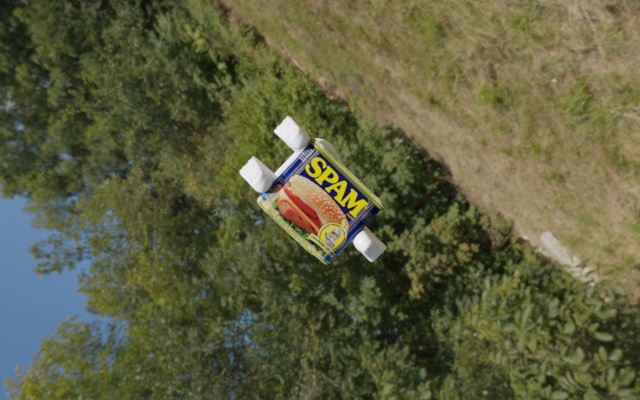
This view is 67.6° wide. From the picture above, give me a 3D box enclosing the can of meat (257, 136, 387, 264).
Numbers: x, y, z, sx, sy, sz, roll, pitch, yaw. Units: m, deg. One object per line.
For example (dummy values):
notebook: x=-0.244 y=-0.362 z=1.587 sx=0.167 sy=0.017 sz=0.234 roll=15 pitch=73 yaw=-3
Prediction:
can of meat: x=0.000 y=0.002 z=0.479 sx=0.102 sy=0.084 sz=0.057 roll=43 pitch=2 yaw=-3
